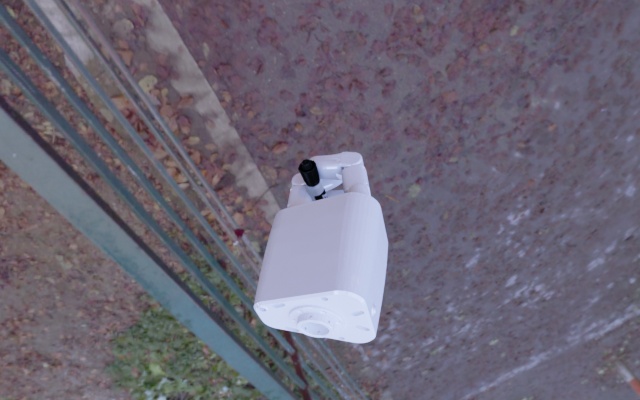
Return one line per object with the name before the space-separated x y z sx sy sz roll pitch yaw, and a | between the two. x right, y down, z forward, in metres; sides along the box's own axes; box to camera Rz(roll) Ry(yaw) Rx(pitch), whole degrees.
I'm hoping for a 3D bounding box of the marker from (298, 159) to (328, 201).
marker | 0.000 0.002 0.517 0.020 0.020 0.121 0 -41 19
